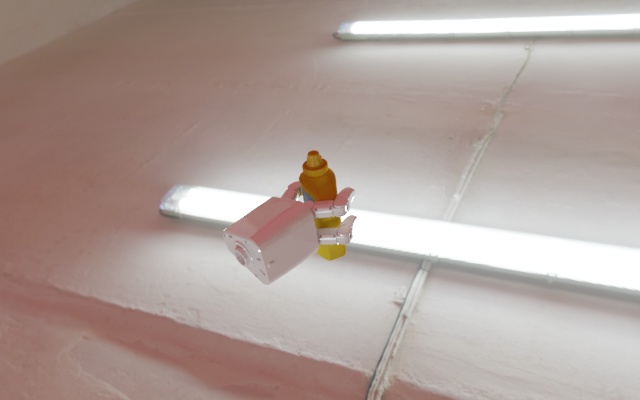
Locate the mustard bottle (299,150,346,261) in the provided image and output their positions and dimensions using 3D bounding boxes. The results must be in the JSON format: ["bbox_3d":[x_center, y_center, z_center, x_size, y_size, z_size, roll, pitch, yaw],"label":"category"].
[{"bbox_3d":[0.000,0.003,0.798,0.058,0.192,0.096,-18,37,-12],"label":"mustard bottle"}]
